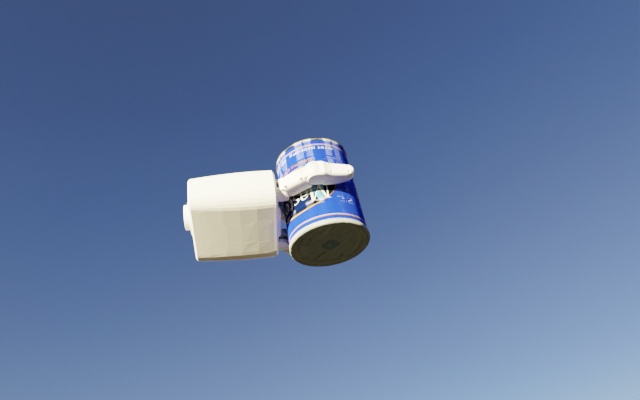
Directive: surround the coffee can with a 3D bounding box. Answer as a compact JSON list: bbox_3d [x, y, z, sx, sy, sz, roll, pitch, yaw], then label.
[{"bbox_3d":[0.000,0.002,0.637,0.103,0.140,0.103,-8,-36,-6],"label":"coffee can"}]
